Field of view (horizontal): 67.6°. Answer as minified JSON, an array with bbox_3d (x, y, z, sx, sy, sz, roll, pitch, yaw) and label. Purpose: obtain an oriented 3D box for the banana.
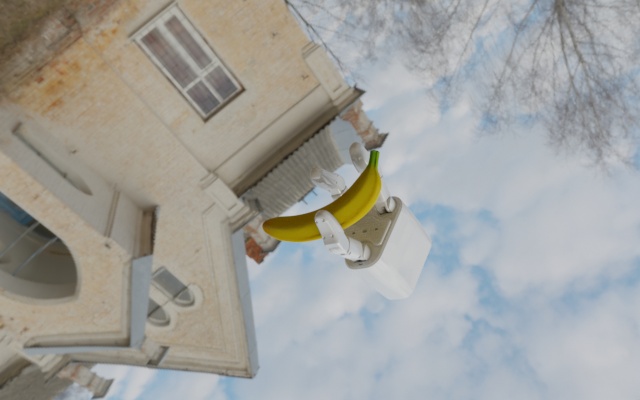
[{"bbox_3d":[0.006,0.015,0.619,0.198,0.069,0.037,-32,-41,22],"label":"banana"}]
